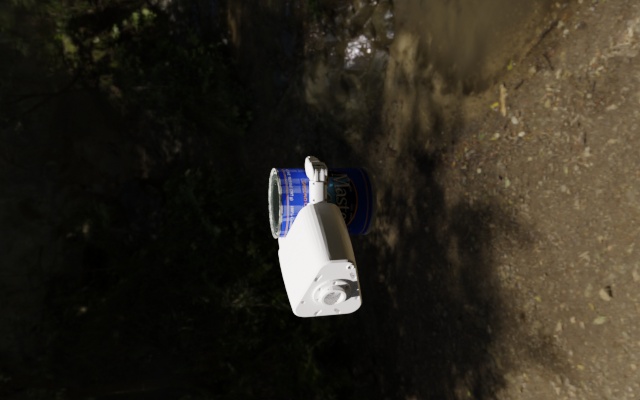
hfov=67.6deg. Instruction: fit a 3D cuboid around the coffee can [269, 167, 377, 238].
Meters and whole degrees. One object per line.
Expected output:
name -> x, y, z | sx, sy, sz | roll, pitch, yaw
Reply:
coffee can -> 0.000, 0.002, 0.709 | 0.140, 0.103, 0.103 | -1, 0, -14
